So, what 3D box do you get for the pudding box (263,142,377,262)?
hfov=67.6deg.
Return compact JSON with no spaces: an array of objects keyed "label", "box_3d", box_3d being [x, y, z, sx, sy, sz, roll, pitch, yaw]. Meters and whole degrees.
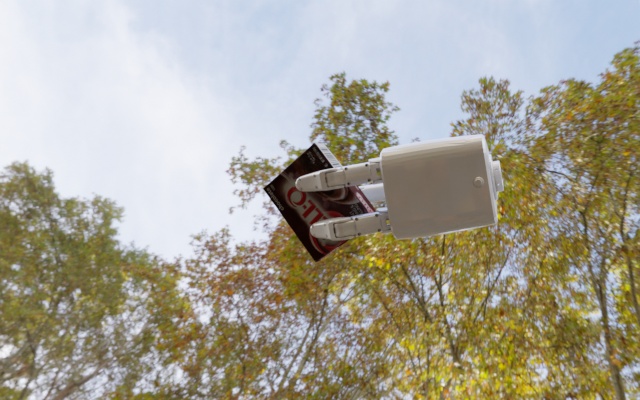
[{"label":"pudding box","box_3d":[0.000,0.002,0.564,0.090,0.113,0.039,-39,-10,22]}]
